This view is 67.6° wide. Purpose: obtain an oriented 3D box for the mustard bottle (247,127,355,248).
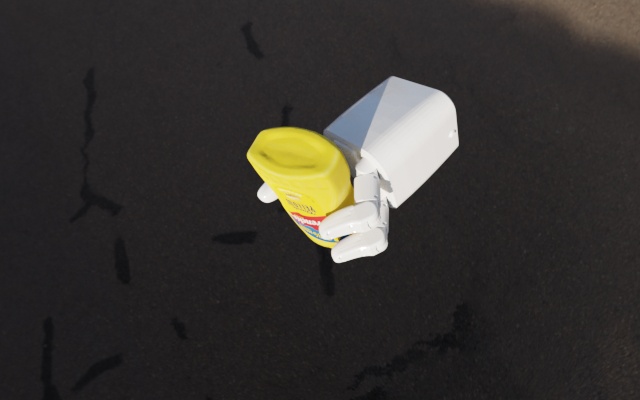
[{"bbox_3d":[0.000,0.002,0.514,0.096,0.058,0.192,15,-24,27],"label":"mustard bottle"}]
